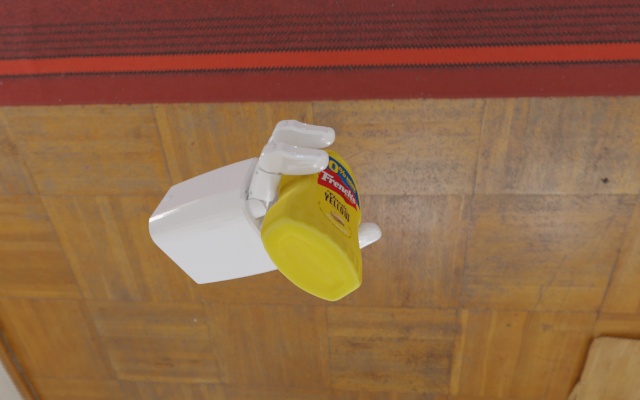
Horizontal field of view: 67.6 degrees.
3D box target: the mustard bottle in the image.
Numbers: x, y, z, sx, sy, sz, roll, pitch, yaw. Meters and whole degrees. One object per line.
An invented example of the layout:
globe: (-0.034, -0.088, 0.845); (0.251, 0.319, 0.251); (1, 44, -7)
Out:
mustard bottle: (0.000, 0.002, 0.466); (0.058, 0.096, 0.191); (-38, 21, 25)
